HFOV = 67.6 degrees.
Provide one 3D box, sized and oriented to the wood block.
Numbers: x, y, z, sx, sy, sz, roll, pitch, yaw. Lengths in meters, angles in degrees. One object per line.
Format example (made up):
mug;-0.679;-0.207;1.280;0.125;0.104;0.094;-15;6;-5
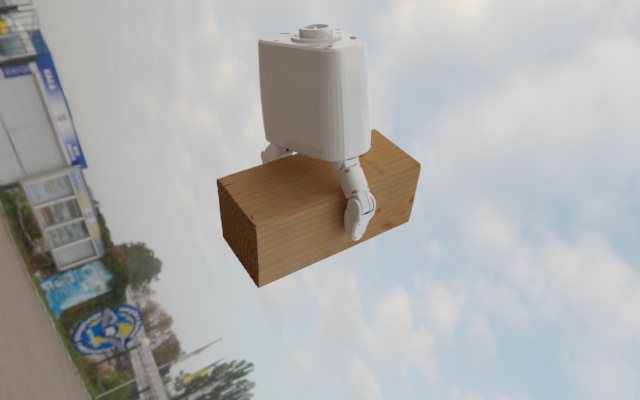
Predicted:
wood block;0.000;0.002;0.536;0.206;0.090;0.090;-21;46;-26
